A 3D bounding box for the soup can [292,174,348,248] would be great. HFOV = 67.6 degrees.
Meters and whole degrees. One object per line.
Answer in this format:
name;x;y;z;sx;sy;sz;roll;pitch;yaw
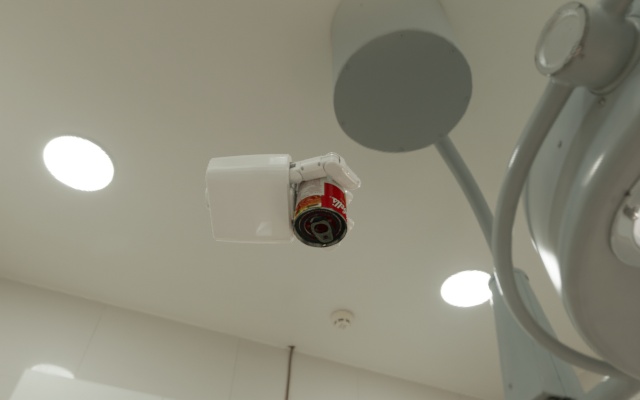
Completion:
soup can;0.001;0.002;0.624;0.068;0.069;0.102;0;41;1
